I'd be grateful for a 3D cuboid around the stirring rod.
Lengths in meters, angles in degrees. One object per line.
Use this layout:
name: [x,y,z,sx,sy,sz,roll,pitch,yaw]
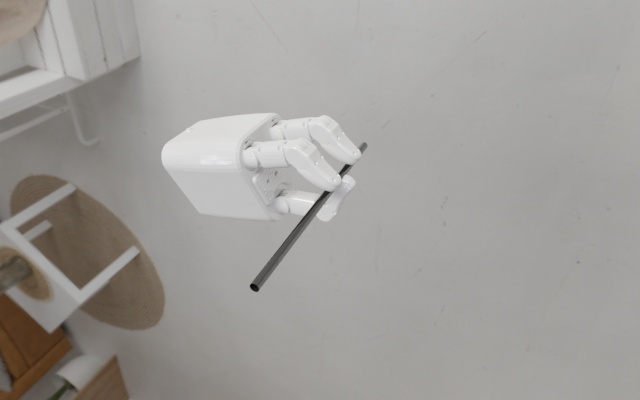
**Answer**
stirring rod: [0.000,0.001,0.440,0.011,0.011,0.239,0,31,28]
